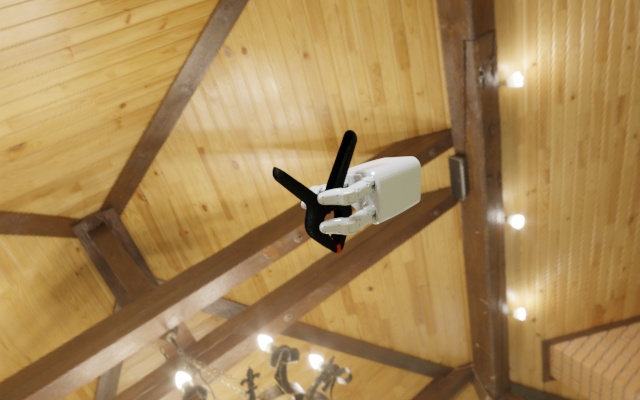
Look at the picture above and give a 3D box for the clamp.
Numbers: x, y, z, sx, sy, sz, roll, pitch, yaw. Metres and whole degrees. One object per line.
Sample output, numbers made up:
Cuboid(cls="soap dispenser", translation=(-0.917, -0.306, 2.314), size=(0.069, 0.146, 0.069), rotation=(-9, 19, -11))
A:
Cuboid(cls="clamp", translation=(0.000, 0.003, 0.791), size=(0.164, 0.210, 0.036), rotation=(-22, 31, -31))
